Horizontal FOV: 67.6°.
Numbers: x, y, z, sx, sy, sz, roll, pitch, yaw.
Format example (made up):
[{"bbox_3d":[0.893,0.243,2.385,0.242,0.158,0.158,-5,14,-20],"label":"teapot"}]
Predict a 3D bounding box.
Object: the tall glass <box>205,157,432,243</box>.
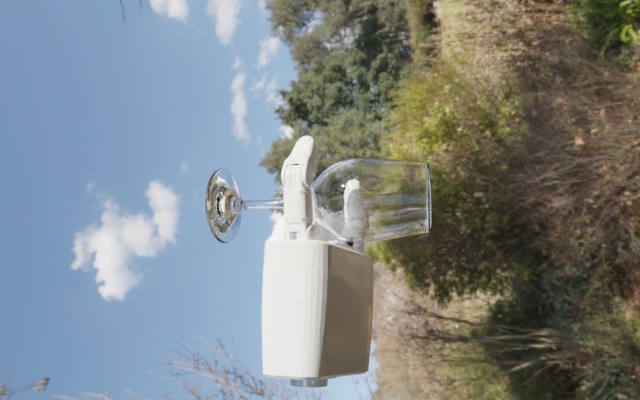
[{"bbox_3d":[-0.001,0.001,0.446,0.201,0.079,0.079,-3,-1,16],"label":"tall glass"}]
